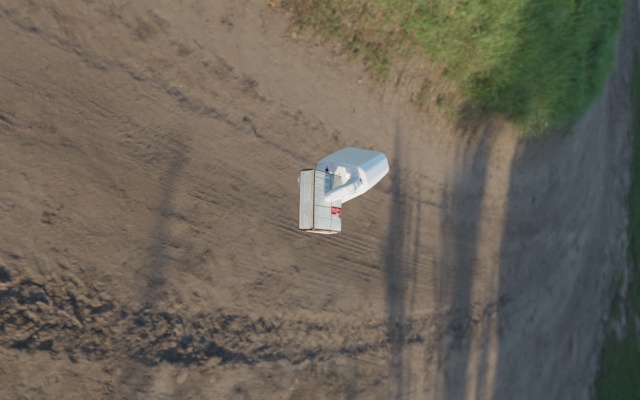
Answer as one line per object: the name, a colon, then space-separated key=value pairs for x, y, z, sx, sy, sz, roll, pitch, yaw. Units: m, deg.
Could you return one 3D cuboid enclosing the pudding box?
pudding box: x=0.000 y=0.003 z=0.881 sx=0.039 sy=0.113 sz=0.090 roll=-6 pitch=-10 yaw=36
